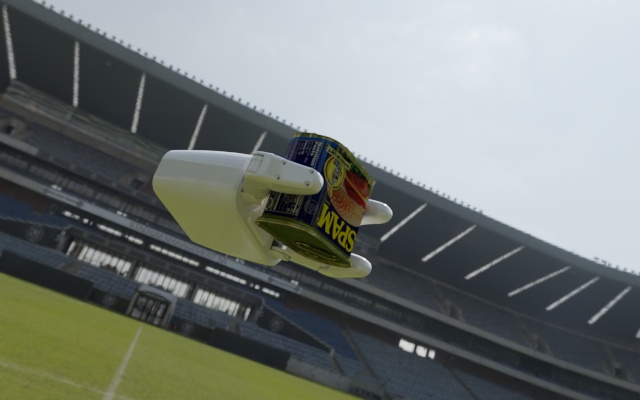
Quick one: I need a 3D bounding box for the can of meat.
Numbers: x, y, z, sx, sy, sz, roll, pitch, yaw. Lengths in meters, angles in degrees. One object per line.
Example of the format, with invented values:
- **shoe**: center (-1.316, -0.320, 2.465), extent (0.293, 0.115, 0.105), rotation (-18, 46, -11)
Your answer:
- **can of meat**: center (0.000, 0.001, 0.415), extent (0.057, 0.084, 0.102), rotation (8, -21, 32)
